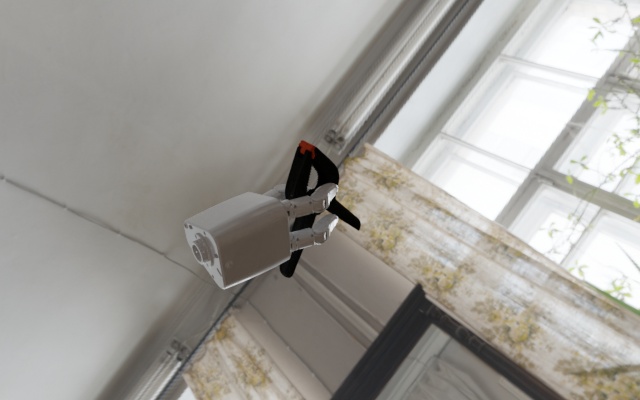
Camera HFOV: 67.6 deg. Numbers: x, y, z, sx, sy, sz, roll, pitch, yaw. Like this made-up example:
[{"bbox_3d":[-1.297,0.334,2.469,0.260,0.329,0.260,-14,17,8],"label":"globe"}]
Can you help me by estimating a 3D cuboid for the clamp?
[{"bbox_3d":[-0.001,0.002,0.727,0.164,0.210,0.036,-26,39,-34],"label":"clamp"}]
